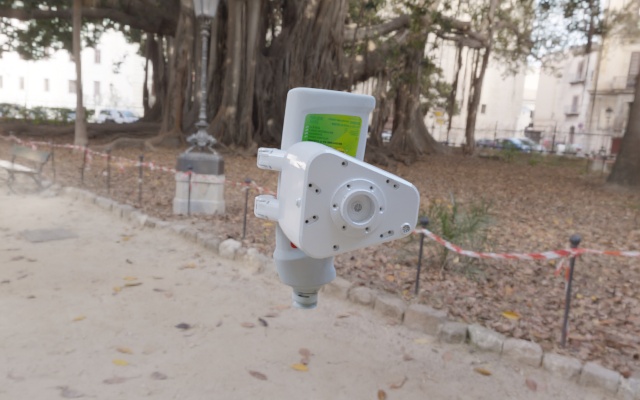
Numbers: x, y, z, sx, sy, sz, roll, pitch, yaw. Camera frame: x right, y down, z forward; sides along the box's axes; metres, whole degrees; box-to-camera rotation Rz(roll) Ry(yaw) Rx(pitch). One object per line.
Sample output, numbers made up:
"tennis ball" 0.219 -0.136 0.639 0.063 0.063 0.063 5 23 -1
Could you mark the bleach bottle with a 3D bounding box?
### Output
"bleach bottle" 0.000 0.002 0.558 0.102 0.251 0.068 3 7 -14
